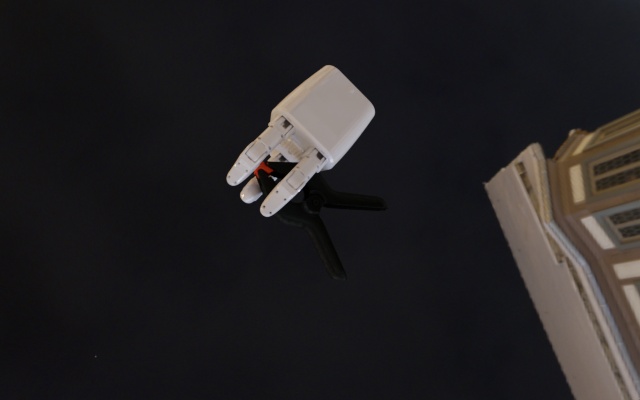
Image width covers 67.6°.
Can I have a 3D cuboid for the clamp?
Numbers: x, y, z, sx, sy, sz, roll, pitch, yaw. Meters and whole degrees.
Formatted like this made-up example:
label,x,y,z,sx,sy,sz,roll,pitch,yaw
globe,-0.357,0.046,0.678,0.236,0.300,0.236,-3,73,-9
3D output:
label,x,y,z,sx,sy,sz,roll,pitch,yaw
clamp,0.000,0.002,0.587,0.120,0.171,0.039,-49,7,-26
